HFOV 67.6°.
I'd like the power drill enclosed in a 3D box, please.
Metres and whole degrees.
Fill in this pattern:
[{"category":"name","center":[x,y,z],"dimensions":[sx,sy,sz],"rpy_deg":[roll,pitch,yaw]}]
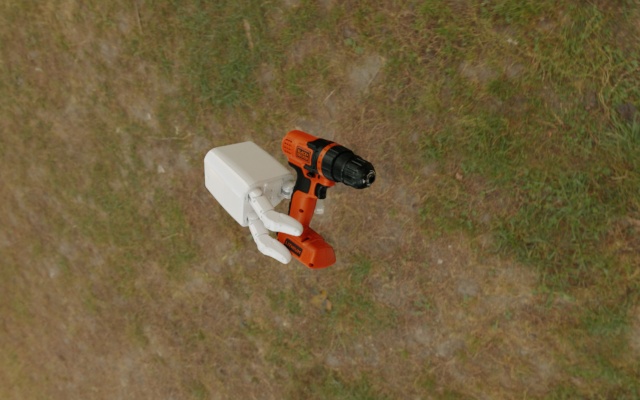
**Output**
[{"category":"power drill","center":[0.000,0.003,0.710],"dimensions":[0.057,0.188,0.184],"rpy_deg":[-5,25,-38]}]
